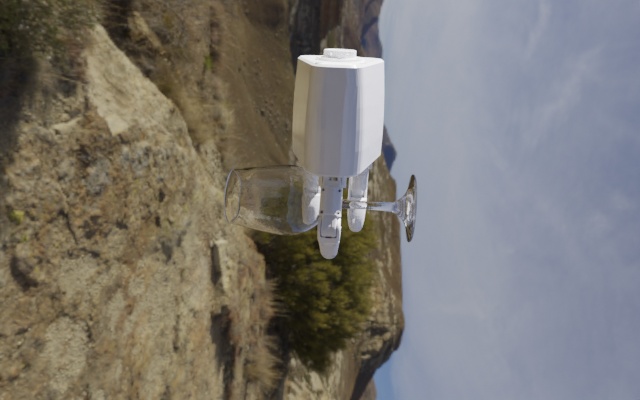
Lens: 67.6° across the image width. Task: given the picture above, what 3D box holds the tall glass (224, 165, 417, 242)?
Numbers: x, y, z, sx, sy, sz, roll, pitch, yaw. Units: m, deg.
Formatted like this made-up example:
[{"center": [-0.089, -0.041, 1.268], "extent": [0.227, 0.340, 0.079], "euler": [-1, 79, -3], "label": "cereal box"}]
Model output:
[{"center": [0.001, 0.002, 0.525], "extent": [0.201, 0.079, 0.079], "euler": [3, 0, 4], "label": "tall glass"}]
